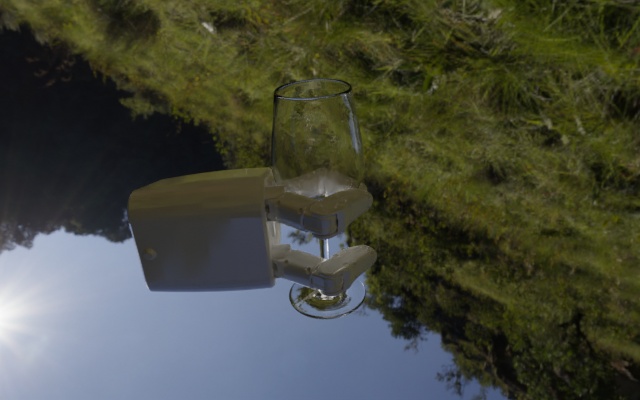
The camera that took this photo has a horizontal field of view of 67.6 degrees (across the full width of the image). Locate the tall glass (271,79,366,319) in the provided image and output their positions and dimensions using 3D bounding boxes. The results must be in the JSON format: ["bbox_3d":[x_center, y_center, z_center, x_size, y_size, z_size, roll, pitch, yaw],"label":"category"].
[{"bbox_3d":[0.000,0.002,0.417,0.079,0.201,0.079,-3,27,1],"label":"tall glass"}]
